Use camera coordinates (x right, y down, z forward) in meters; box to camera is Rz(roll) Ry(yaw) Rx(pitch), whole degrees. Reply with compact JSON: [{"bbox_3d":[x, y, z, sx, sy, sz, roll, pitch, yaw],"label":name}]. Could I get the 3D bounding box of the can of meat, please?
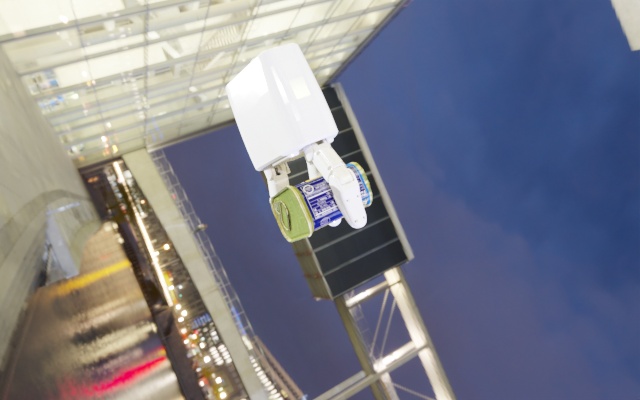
[{"bbox_3d":[0.000,0.002,0.537,0.084,0.057,0.102,-24,-1,-22],"label":"can of meat"}]
